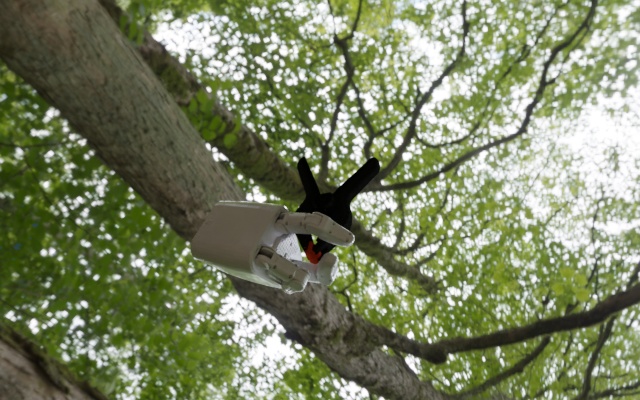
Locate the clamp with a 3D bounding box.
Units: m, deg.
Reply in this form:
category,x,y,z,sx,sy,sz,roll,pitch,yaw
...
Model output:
category,x,y,z,sx,sy,sz,roll,pitch,yaw
clamp,0.000,0.003,0.642,0.120,0.171,0.039,6,-37,30
